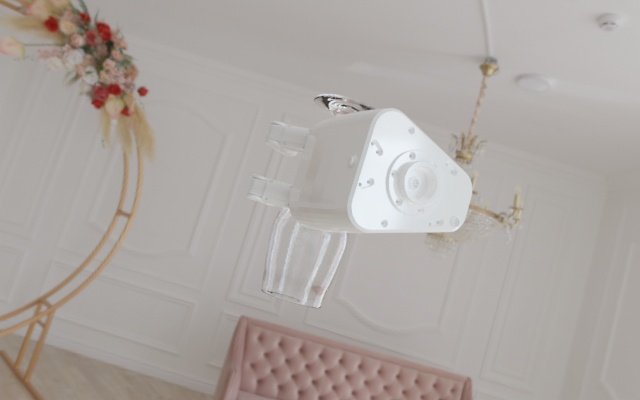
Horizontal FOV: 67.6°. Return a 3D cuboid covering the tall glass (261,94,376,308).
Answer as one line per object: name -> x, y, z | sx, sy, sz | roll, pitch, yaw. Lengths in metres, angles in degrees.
tall glass -> 0.000, 0.001, 0.477 | 0.079, 0.201, 0.079 | 17, -6, 2
